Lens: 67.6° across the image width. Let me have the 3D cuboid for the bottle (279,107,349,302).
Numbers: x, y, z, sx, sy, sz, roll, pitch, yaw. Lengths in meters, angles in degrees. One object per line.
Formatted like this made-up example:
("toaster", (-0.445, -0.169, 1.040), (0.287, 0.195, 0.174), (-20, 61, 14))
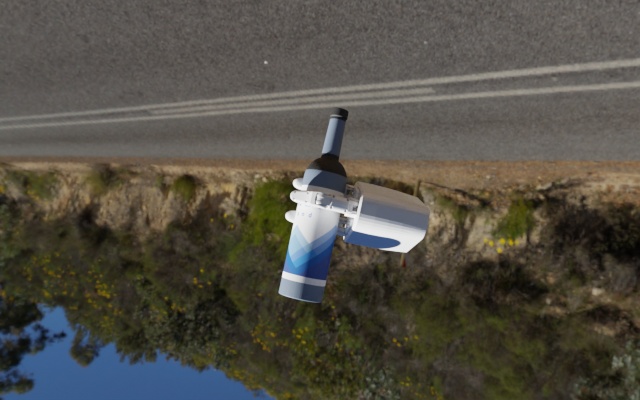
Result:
("bottle", (0.000, 0.003, 0.731), (0.069, 0.295, 0.069), (12, -5, 1))
